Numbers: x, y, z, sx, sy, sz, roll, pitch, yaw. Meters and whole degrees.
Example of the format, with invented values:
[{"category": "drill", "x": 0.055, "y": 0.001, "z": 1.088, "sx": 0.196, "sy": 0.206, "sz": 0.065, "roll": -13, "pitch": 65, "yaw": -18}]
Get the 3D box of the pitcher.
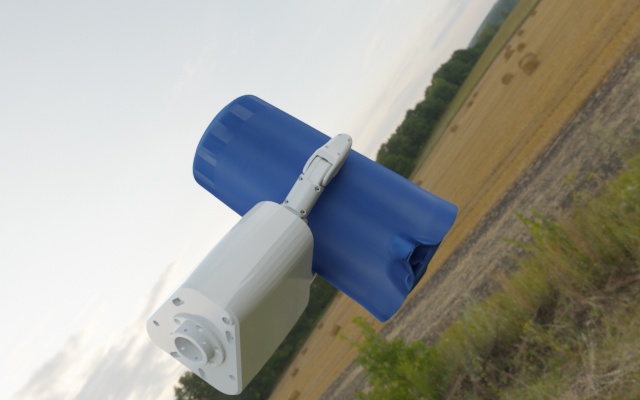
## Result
[{"category": "pitcher", "x": 0.000, "y": 0.002, "z": 0.485, "sx": 0.243, "sy": 0.149, "sz": 0.145, "roll": 33, "pitch": 43, "yaw": 6}]
